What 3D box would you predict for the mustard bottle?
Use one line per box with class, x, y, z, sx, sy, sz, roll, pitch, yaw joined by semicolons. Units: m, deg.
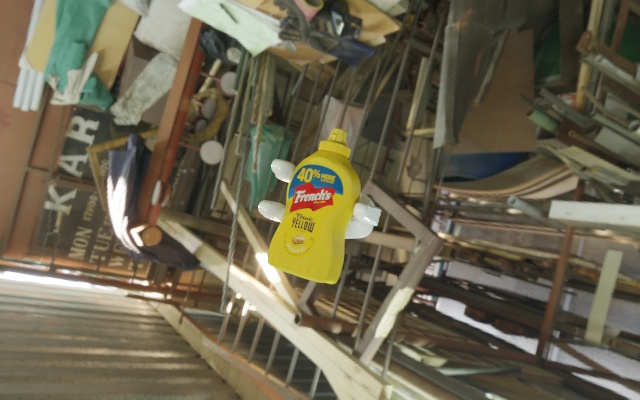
mustard bottle;0.000;0.002;0.605;0.096;0.191;0.058;12;-6;34
